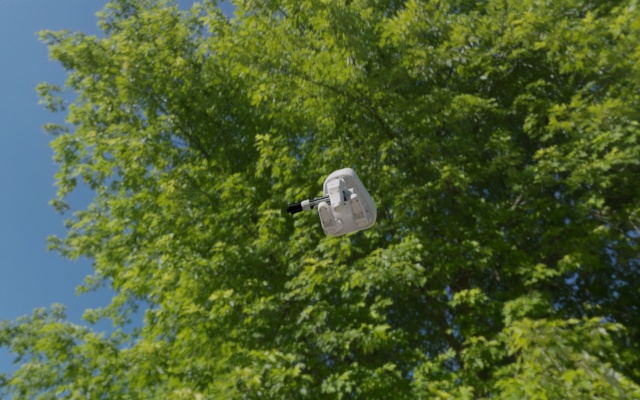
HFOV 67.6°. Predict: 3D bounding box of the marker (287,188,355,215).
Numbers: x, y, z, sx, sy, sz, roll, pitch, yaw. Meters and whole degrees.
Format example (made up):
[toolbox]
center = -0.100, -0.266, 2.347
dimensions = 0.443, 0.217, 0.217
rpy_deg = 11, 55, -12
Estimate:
[marker]
center = 0.000, 0.003, 0.818
dimensions = 0.121, 0.020, 0.020
rpy_deg = -14, -3, 10
